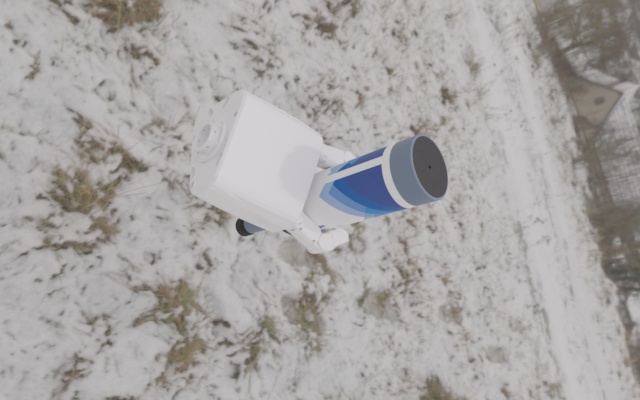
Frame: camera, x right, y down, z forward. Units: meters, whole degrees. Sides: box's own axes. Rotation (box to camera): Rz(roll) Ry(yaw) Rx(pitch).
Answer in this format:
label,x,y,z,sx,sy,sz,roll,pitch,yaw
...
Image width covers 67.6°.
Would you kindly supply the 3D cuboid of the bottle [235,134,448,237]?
label,x,y,z,sx,sy,sz,roll,pitch,yaw
bottle,0.000,0.002,0.554,0.296,0.069,0.069,-18,-12,41
